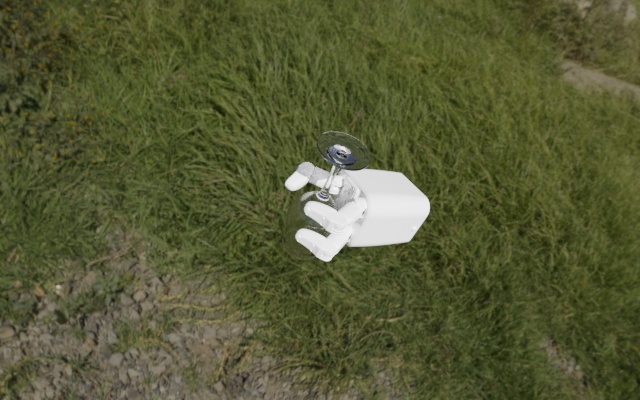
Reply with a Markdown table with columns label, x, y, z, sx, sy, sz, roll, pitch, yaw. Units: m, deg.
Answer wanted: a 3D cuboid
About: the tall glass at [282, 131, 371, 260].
| label | x | y | z | sx | sy | sz | roll | pitch | yaw |
| --- | --- | --- | --- | --- | --- | --- | --- | --- | --- |
| tall glass | 0.000 | 0.002 | 0.681 | 0.079 | 0.079 | 0.201 | 0 | -42 | -25 |
